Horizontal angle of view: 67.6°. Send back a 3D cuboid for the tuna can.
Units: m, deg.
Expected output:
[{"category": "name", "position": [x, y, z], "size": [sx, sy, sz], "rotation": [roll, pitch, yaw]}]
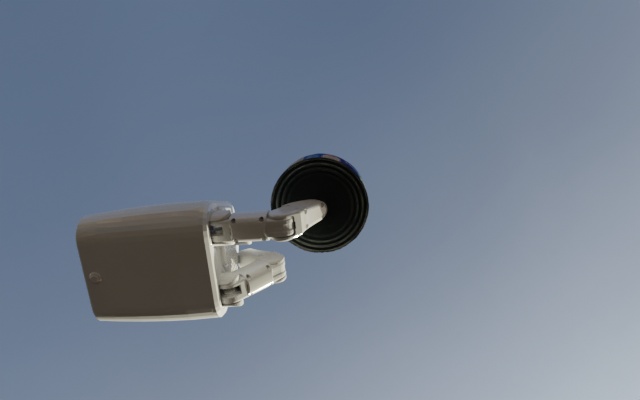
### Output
[{"category": "tuna can", "position": [0.000, 0.001, 0.430], "size": [0.086, 0.086, 0.033], "rotation": [0, 14, 3]}]
